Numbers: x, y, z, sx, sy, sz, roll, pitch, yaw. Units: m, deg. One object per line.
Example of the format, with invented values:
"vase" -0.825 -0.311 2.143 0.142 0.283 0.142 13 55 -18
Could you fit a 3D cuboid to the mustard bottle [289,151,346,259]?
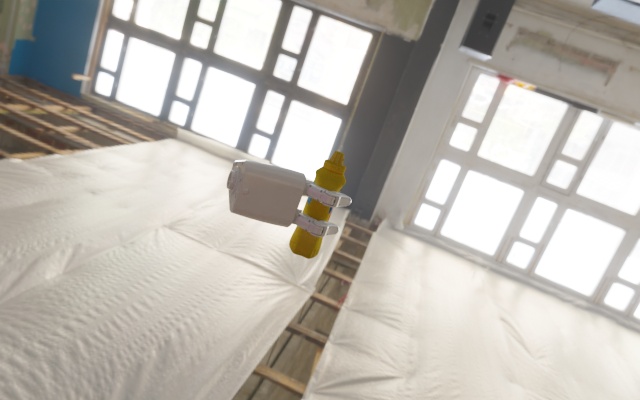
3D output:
"mustard bottle" 0.000 0.003 0.858 0.058 0.192 0.096 20 14 1
